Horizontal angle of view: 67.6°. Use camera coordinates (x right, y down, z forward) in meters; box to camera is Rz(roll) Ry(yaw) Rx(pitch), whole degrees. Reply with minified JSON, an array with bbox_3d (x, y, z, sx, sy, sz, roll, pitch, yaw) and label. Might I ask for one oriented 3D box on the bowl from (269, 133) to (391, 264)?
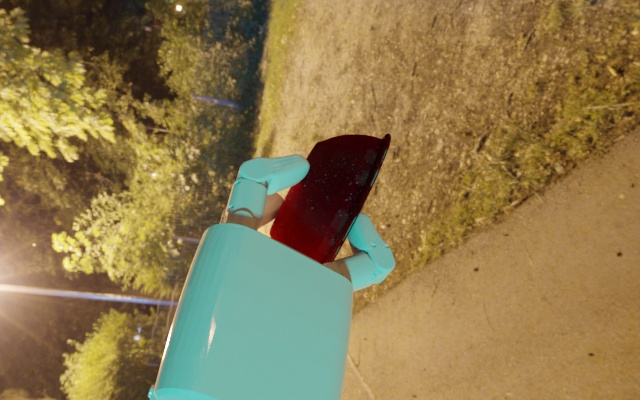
[{"bbox_3d":[0.000,0.001,0.422,0.055,0.162,0.162,28,-1,-1],"label":"bowl"}]
